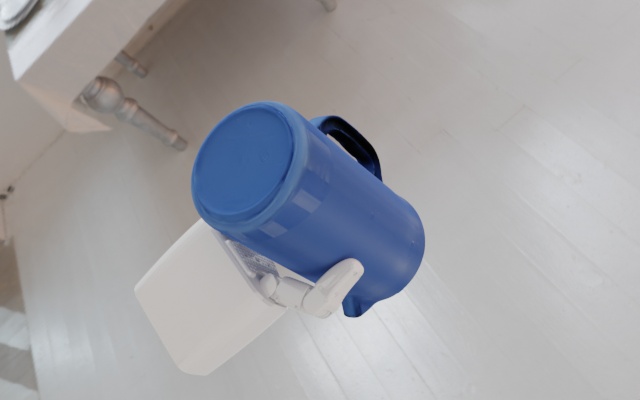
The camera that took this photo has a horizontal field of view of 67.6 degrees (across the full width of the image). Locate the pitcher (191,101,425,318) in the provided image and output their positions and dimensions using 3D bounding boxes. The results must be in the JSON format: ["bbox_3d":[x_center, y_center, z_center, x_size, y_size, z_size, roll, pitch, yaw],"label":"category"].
[{"bbox_3d":[0.000,0.002,0.450,0.149,0.145,0.243,53,10,35],"label":"pitcher"}]
